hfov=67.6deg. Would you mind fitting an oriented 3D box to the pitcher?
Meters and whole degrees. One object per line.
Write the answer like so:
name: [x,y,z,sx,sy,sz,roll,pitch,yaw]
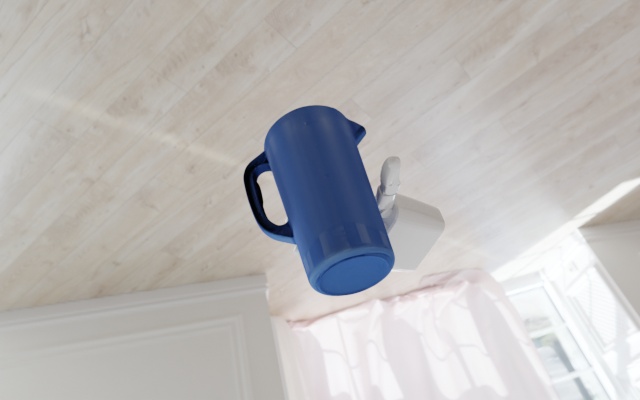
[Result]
pitcher: [0.000,0.002,0.636,0.145,0.242,0.149,13,-47,-34]
